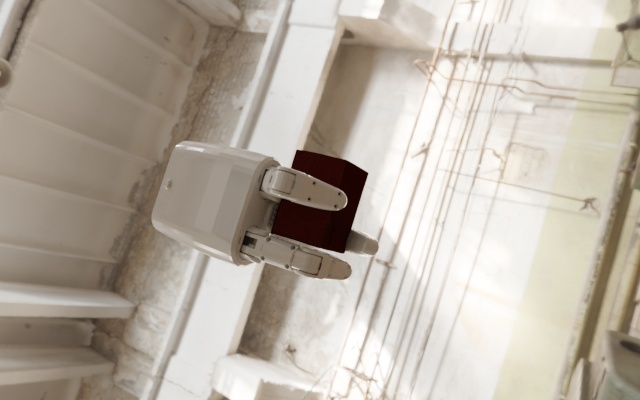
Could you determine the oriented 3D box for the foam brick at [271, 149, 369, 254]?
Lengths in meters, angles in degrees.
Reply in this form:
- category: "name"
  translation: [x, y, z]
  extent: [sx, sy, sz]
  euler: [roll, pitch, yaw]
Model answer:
- category: "foam brick"
  translation: [0.000, 0.001, 0.416]
  extent: [0.051, 0.078, 0.053]
  euler: [16, -4, 27]
